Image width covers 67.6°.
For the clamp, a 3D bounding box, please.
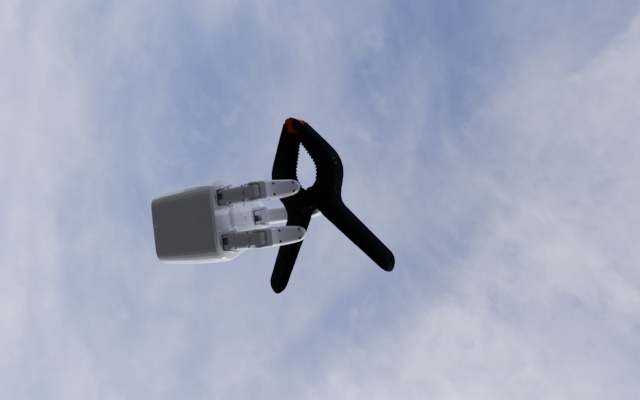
[{"bbox_3d":[0.000,0.001,0.565,0.164,0.210,0.036,-9,-4,28],"label":"clamp"}]
